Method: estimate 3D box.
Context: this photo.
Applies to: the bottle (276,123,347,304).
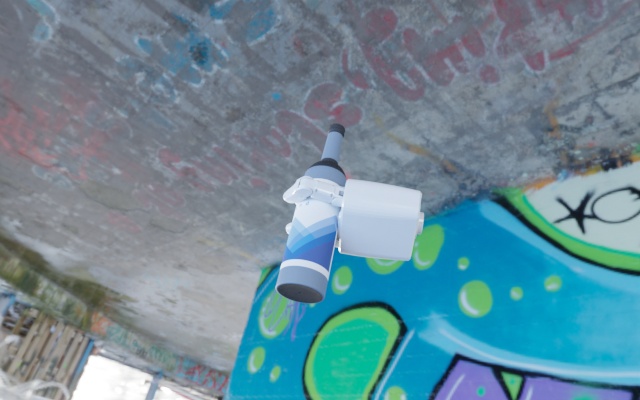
[{"bbox_3d":[0.000,0.003,0.709,0.069,0.295,0.069,9,-33,6],"label":"bottle"}]
